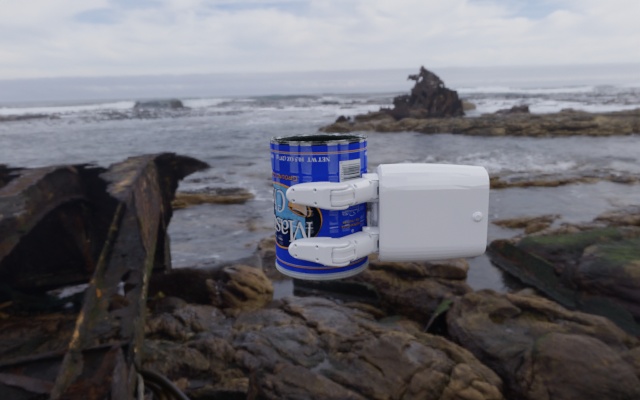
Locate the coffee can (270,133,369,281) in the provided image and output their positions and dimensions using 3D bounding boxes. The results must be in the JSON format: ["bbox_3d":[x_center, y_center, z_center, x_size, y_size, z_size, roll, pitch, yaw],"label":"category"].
[{"bbox_3d":[0.000,0.002,0.513,0.103,0.140,0.102,-1,13,0],"label":"coffee can"}]
